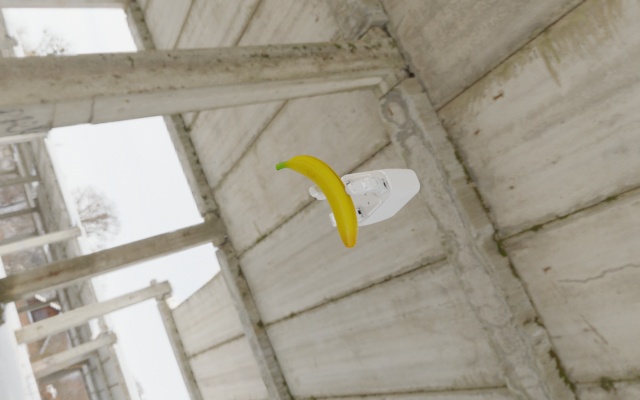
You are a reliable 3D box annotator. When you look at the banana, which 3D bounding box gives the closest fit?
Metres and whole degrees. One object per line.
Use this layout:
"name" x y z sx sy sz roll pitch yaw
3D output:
"banana" 0.009 -0.013 0.784 0.197 0.070 0.037 48 20 22
